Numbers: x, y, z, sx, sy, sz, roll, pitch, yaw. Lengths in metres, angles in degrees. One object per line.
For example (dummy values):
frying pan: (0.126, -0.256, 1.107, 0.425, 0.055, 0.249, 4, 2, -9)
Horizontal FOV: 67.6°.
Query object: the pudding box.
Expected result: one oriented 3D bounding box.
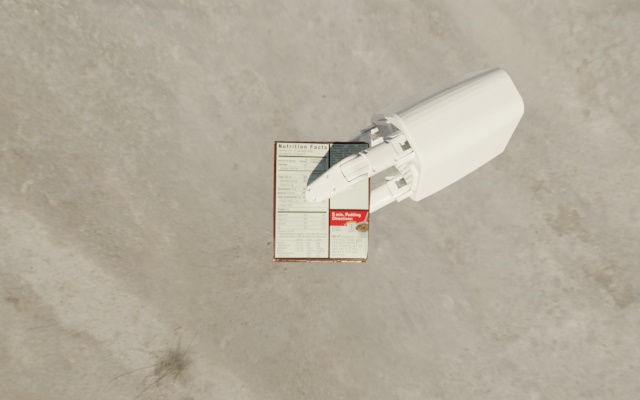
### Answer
pudding box: (0.000, 0.001, 0.446, 0.090, 0.113, 0.039, 1, -7, -2)
